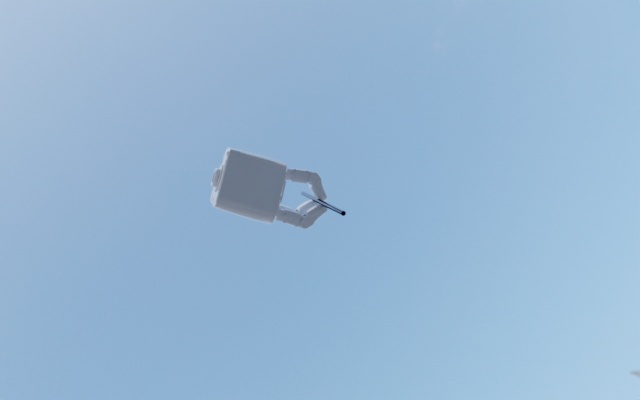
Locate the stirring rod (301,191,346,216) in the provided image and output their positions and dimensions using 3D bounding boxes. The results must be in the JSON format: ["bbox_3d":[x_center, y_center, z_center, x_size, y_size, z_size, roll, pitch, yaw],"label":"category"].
[{"bbox_3d":[0.000,0.003,0.858,0.011,0.011,0.239,0,8,-17],"label":"stirring rod"}]
